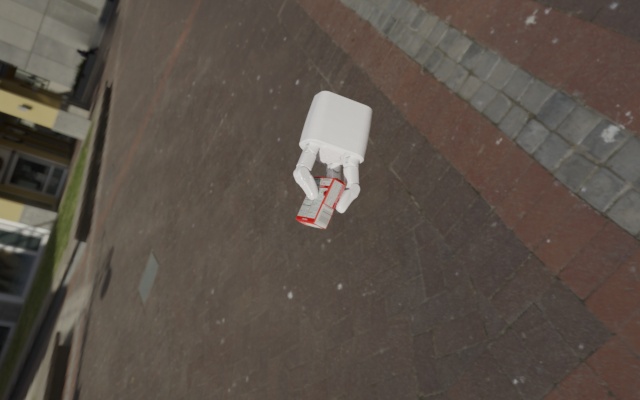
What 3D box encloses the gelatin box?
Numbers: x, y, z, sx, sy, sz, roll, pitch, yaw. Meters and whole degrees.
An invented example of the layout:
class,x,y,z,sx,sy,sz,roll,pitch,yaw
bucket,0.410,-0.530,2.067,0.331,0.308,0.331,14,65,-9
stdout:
class,x,y,z,sx,sy,sz,roll,pitch,yaw
gelatin box,0.000,0.003,0.839,0.030,0.089,0.073,29,-11,-27
